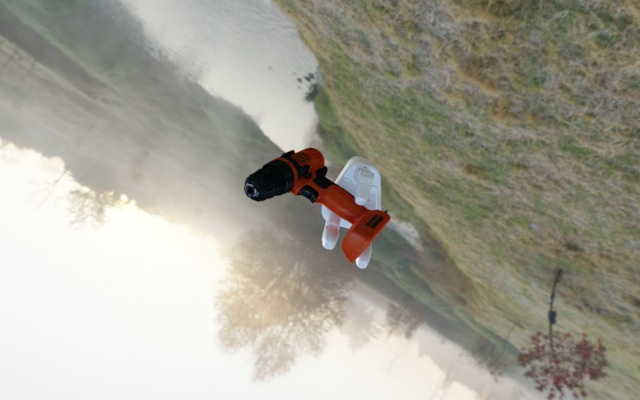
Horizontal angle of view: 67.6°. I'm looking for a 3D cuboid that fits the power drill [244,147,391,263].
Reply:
[{"bbox_3d":[0.001,0.003,0.693,0.187,0.057,0.184,42,34,9],"label":"power drill"}]
